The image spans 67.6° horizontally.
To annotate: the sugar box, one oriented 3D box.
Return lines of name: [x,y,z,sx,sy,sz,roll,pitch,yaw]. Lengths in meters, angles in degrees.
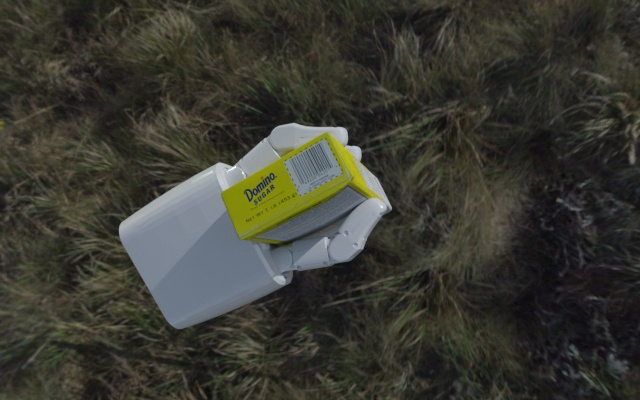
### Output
sugar box: [0.000,0.001,0.409,0.093,0.048,0.176,-28,-12,11]
